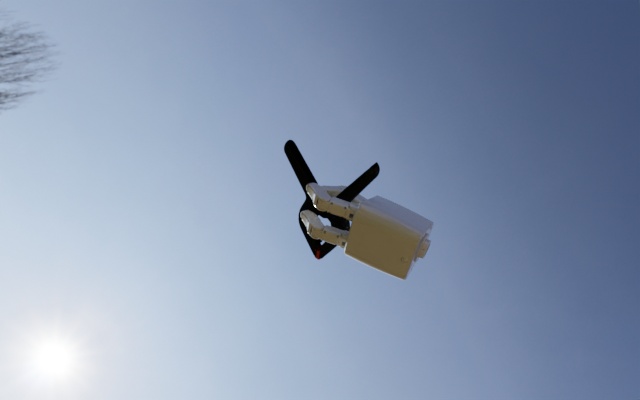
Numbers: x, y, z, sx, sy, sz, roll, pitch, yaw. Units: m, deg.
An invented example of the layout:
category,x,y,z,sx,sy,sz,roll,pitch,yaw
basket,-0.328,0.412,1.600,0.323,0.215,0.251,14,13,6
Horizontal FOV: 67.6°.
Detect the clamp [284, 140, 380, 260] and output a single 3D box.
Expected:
category,x,y,z,sx,sy,sz,roll,pitch,yaw
clamp,0.001,0.003,0.804,0.164,0.210,0.036,24,33,17
